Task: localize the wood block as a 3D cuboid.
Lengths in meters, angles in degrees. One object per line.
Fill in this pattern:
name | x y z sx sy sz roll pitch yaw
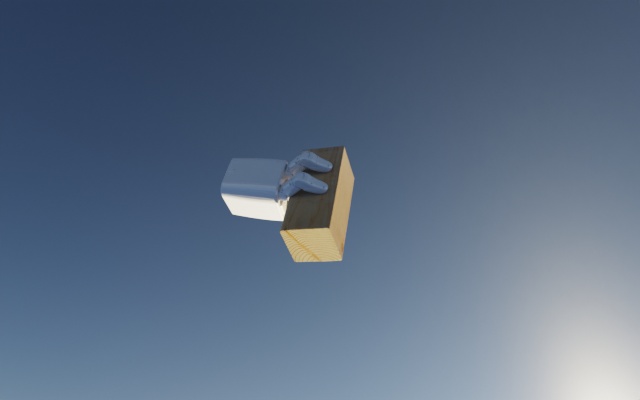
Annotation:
wood block | 0.000 0.003 0.879 0.090 0.206 0.091 -4 -45 17
